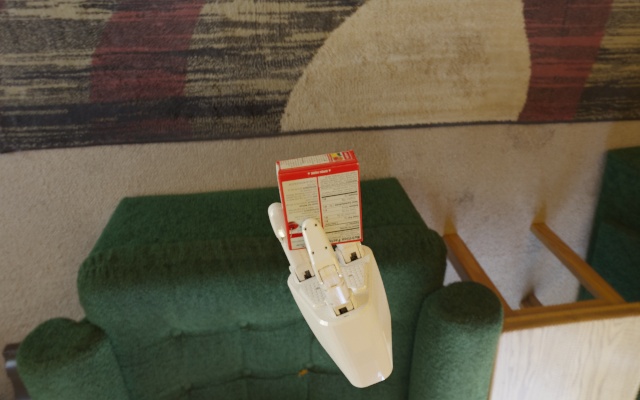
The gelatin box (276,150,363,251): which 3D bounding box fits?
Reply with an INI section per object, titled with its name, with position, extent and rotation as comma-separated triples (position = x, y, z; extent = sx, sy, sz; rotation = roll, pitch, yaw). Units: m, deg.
[gelatin box]
position = 0.000, 0.001, 0.450
extent = 0.073, 0.089, 0.030
rotation = -9, 33, -4
